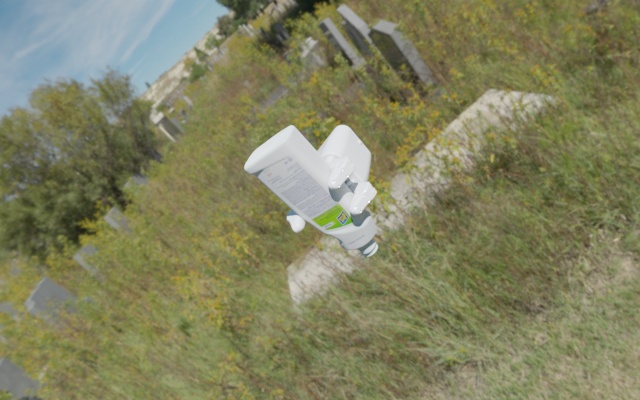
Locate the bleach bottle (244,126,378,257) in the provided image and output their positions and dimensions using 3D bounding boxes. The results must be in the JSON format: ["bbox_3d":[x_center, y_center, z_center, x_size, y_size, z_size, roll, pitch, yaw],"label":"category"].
[{"bbox_3d":[0.000,0.002,0.769,0.102,0.251,0.068,-29,24,31],"label":"bleach bottle"}]
